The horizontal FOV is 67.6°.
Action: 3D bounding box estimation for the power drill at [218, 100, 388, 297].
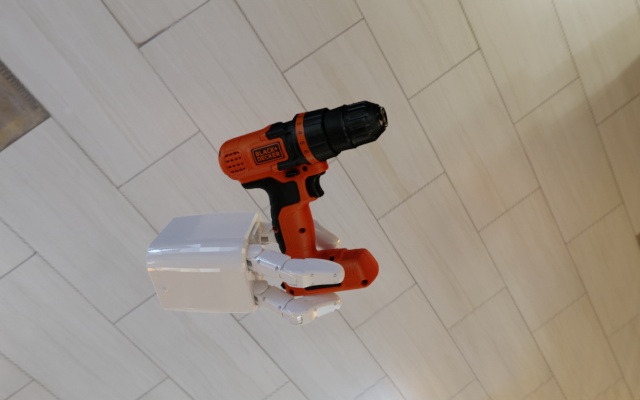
[{"bbox_3d":[0.000,0.002,0.498,0.184,0.188,0.057,-12,14,25],"label":"power drill"}]
